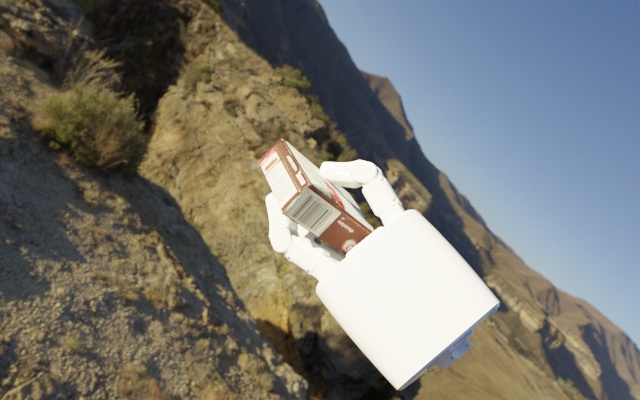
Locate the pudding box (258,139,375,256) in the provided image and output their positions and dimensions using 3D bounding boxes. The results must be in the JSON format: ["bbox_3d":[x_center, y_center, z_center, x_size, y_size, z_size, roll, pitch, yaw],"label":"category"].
[{"bbox_3d":[0.000,0.001,0.460,0.113,0.039,0.090,39,11,-37],"label":"pudding box"}]
